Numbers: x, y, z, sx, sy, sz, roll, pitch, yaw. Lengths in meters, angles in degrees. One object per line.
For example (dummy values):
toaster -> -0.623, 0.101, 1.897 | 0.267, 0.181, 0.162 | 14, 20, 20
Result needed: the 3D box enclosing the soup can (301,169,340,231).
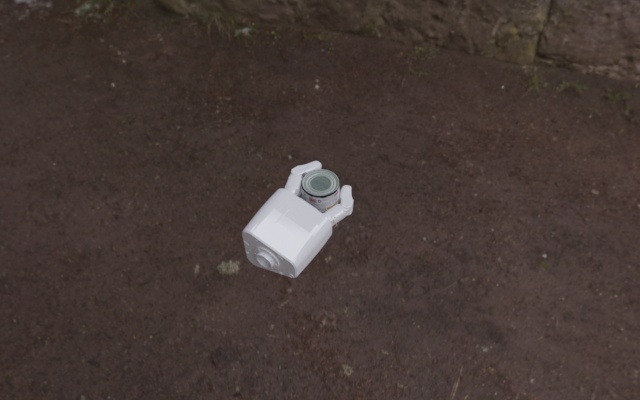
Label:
soup can -> 0.000, 0.002, 0.851 | 0.068, 0.068, 0.102 | 0, -42, 1
